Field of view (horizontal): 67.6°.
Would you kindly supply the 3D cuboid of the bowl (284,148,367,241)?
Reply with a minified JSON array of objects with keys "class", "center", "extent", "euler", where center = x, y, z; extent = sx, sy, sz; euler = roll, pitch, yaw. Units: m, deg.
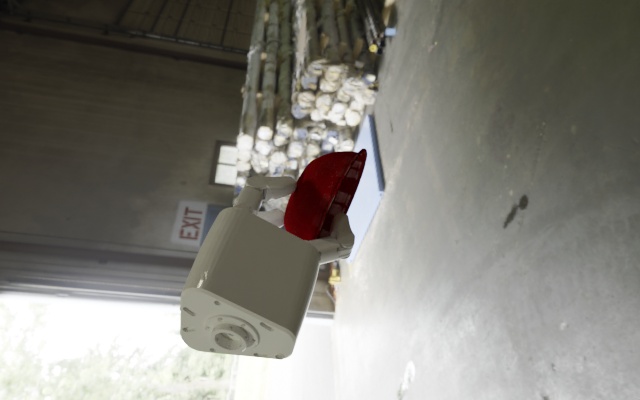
[{"class":"bowl","center":[0.000,0.001,0.583],"extent":[0.055,0.162,0.162],"euler":[24,5,11]}]
